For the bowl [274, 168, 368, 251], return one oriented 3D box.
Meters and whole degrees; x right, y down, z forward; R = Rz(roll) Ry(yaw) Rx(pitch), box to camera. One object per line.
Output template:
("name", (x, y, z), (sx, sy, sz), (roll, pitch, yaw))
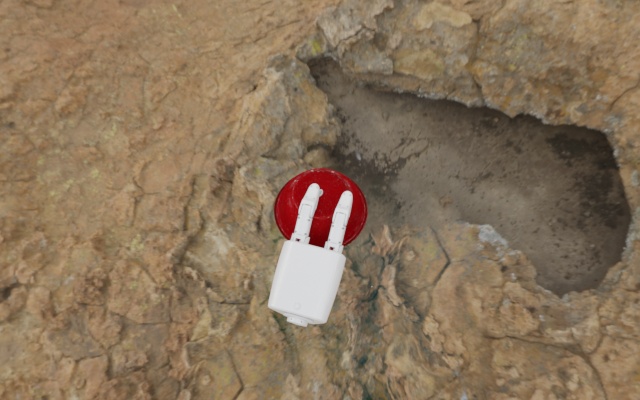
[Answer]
("bowl", (0.000, 0.001, 0.800), (0.162, 0.162, 0.055), (0, -30, 1))
